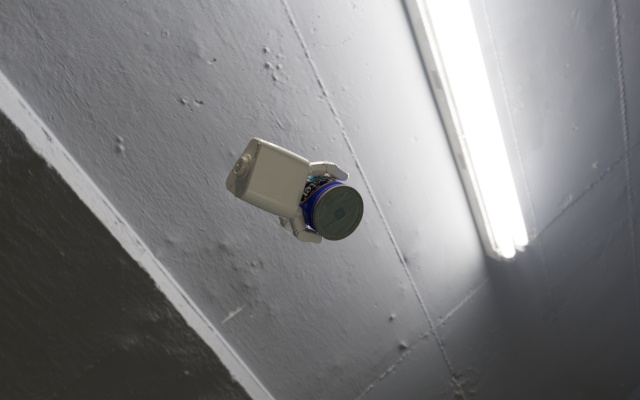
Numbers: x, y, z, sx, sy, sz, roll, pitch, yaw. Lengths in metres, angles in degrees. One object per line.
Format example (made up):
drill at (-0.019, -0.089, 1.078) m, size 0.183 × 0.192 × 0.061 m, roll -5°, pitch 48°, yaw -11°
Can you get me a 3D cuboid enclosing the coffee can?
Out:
coffee can at (0.000, 0.003, 0.895) m, size 0.103 × 0.103 × 0.140 m, roll 0°, pitch 17°, yaw -31°
